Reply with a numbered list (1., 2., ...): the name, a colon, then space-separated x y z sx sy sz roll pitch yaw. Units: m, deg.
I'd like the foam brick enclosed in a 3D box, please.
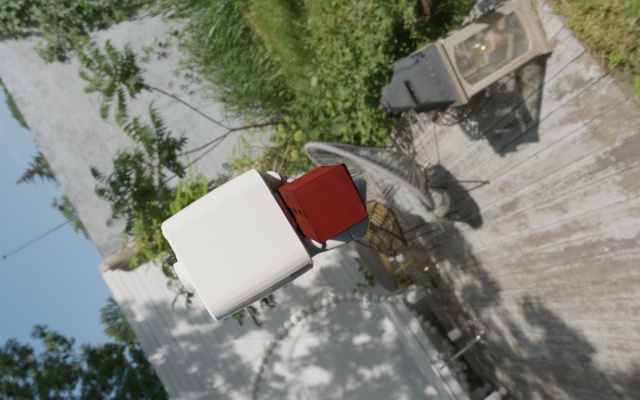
1. foam brick: 0.000 0.001 0.433 0.051 0.053 0.078 -29 8 -12
